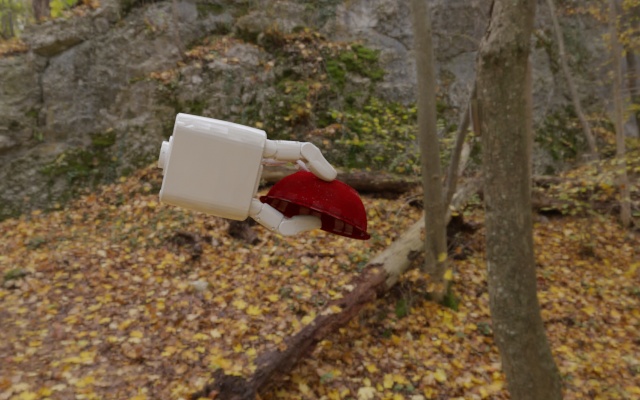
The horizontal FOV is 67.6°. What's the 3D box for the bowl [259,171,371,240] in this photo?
[{"bbox_3d":[0.001,0.002,0.659,0.162,0.055,0.162,20,-11,4],"label":"bowl"}]
